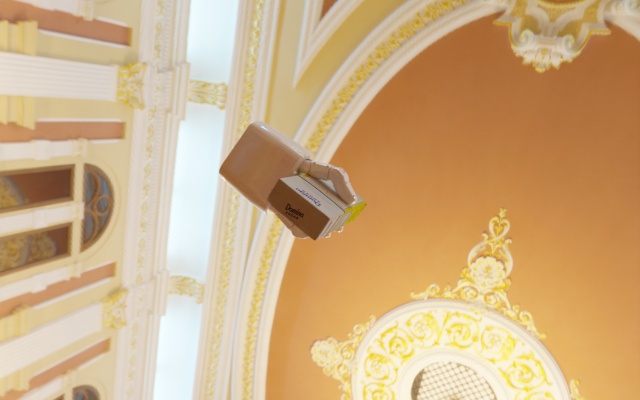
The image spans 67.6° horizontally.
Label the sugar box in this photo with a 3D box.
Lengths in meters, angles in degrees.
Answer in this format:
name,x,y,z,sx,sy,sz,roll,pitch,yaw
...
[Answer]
name,x,y,z,sx,sy,sz,roll,pitch,yaw
sugar box,0.000,0.003,0.717,0.093,0.048,0.176,39,21,14
